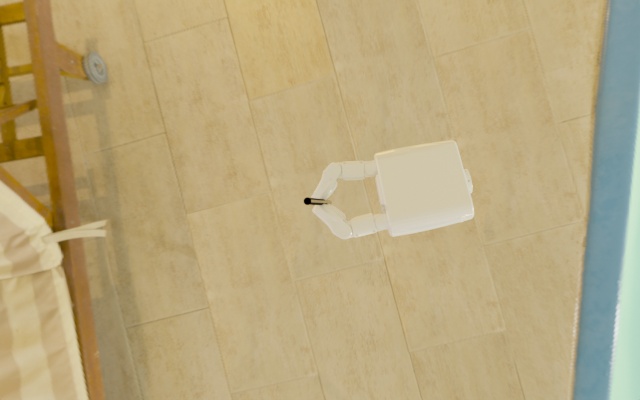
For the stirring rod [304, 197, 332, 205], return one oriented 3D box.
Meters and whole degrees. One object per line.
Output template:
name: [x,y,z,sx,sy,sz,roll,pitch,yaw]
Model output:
stirring rod: [0.000,0.002,0.605,0.011,0.011,0.239,0,-1,6]
